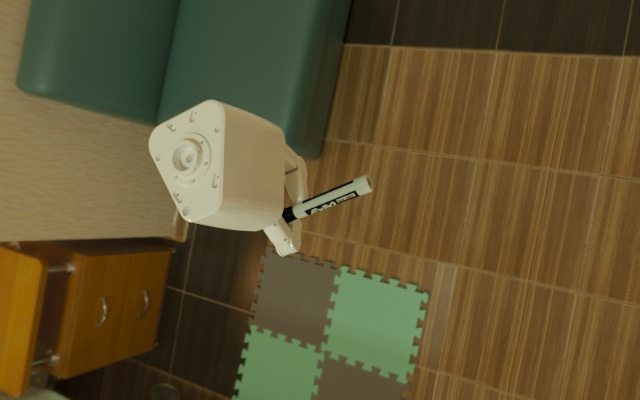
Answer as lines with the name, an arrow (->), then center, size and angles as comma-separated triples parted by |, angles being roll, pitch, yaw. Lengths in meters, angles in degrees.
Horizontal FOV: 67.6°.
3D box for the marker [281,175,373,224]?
marker -> 0.000, 0.002, 0.527 | 0.121, 0.020, 0.020 | -22, -8, 22
